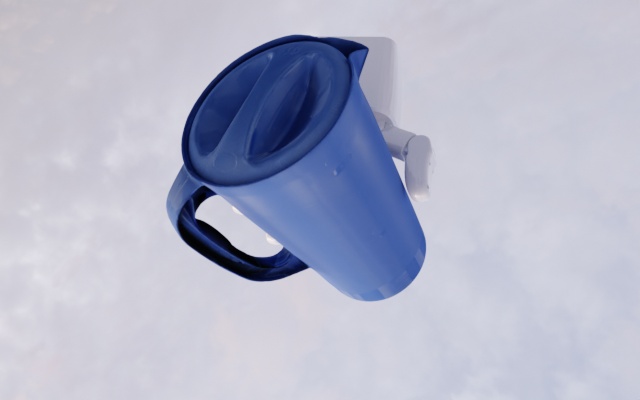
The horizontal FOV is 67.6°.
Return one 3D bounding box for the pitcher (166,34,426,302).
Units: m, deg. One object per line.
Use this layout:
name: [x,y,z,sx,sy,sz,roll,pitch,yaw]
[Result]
pitcher: [0.000,0.001,0.404,0.149,0.145,0.243,-7,-35,25]
